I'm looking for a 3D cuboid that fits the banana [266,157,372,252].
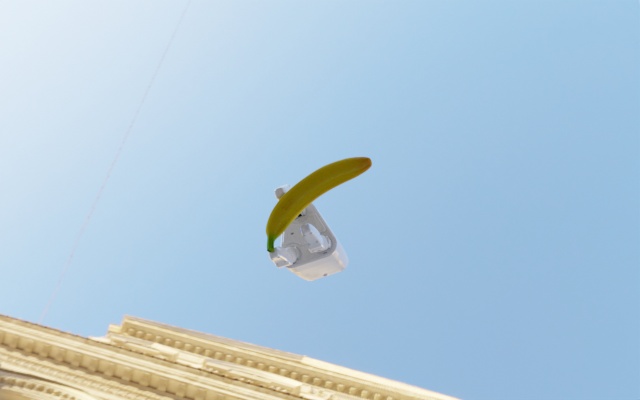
[{"bbox_3d":[-0.013,-0.006,0.704,0.069,0.198,0.037,46,-3,36],"label":"banana"}]
